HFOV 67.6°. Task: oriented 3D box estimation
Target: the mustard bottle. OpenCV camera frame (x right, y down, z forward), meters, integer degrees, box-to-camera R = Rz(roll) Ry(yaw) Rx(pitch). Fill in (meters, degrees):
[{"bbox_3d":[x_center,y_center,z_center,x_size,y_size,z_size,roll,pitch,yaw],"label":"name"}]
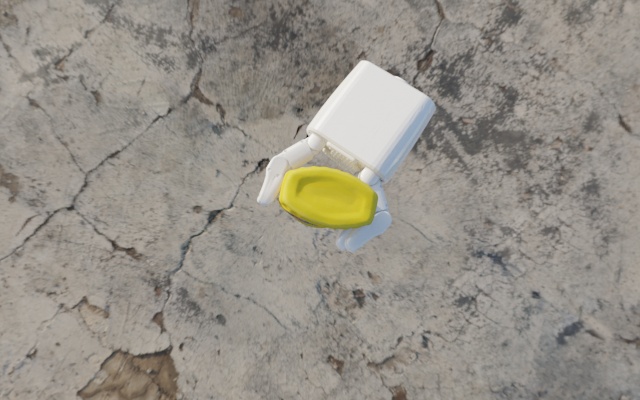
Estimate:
[{"bbox_3d":[0.000,0.002,0.552,0.096,0.058,0.191,13,-4,-5],"label":"mustard bottle"}]
